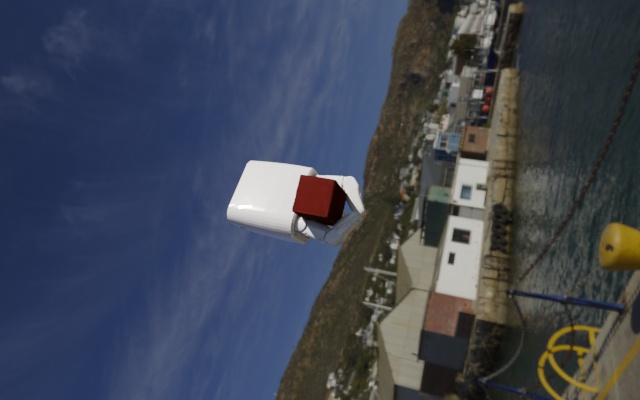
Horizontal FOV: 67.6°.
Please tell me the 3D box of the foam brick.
[{"bbox_3d":[0.000,0.002,0.654,0.051,0.053,0.078,11,-10,16],"label":"foam brick"}]
